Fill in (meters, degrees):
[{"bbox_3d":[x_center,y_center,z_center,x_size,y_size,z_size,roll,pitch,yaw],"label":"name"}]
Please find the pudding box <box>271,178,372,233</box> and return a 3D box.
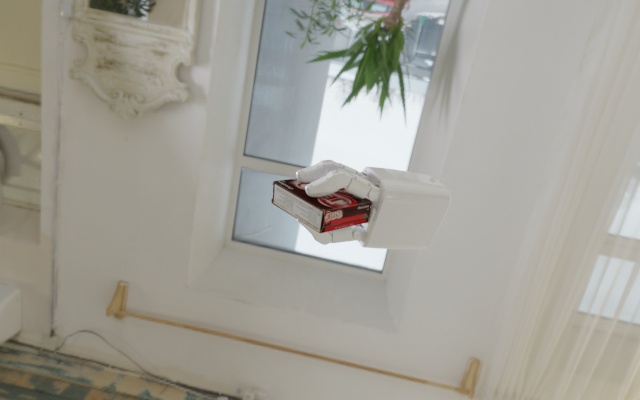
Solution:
[{"bbox_3d":[0.000,0.002,0.661,0.090,0.039,0.113,-9,25,-41],"label":"pudding box"}]
